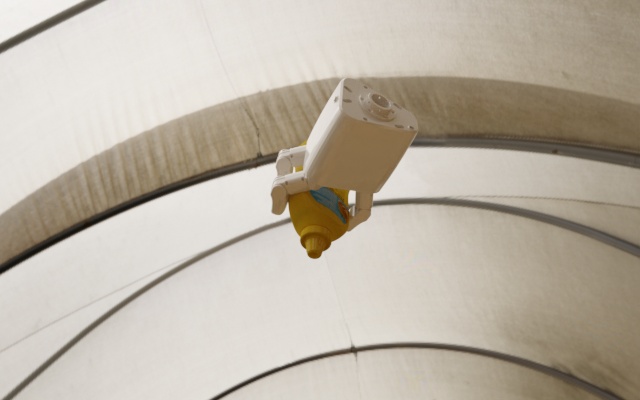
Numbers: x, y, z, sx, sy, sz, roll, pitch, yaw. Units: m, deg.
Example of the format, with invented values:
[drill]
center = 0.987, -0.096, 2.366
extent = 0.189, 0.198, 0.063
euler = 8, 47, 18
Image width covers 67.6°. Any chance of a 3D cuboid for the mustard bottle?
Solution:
[mustard bottle]
center = 0.000, 0.002, 0.661
extent = 0.058, 0.191, 0.096
euler = -32, -57, 30
